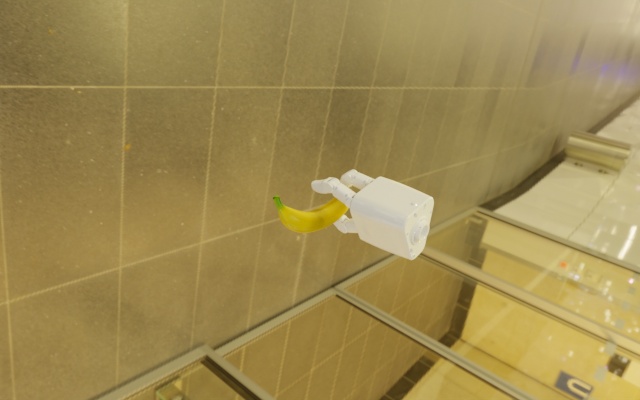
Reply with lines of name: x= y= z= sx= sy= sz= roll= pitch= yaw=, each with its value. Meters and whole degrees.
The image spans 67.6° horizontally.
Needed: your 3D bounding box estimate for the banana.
banana: x=-0.005 y=0.021 z=0.846 sx=0.037 sy=0.070 sz=0.198 roll=22 pitch=19 yaw=39
